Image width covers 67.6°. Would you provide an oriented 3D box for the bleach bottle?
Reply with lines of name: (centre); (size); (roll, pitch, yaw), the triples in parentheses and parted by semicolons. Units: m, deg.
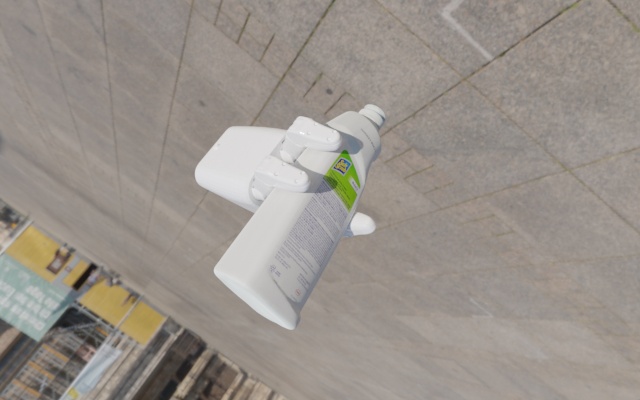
bleach bottle: (0.000, 0.002, 0.505); (0.068, 0.250, 0.103); (14, -29, 42)
